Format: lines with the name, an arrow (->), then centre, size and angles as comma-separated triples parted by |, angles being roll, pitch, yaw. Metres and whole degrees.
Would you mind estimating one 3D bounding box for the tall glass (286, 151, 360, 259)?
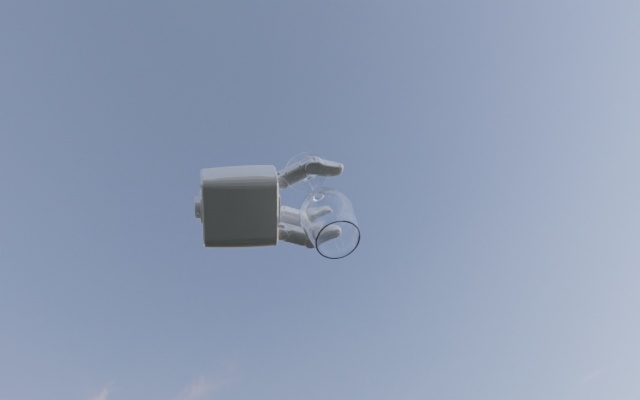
tall glass -> 0.000, 0.002, 0.707 | 0.079, 0.079, 0.201 | 0, 30, -16
